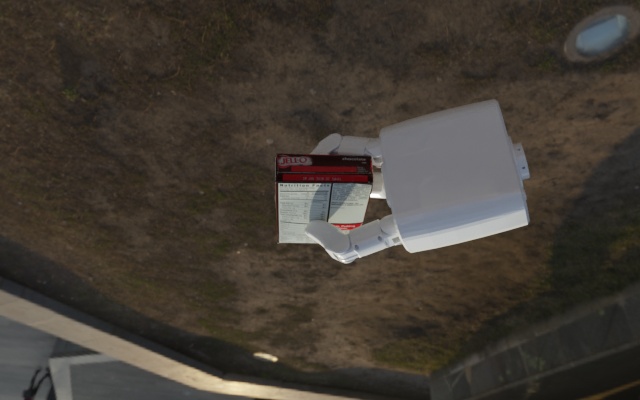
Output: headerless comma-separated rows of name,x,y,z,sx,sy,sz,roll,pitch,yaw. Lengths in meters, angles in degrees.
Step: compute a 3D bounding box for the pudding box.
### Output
pudding box,0.000,0.002,0.474,0.090,0.039,0.114,2,-37,-3
